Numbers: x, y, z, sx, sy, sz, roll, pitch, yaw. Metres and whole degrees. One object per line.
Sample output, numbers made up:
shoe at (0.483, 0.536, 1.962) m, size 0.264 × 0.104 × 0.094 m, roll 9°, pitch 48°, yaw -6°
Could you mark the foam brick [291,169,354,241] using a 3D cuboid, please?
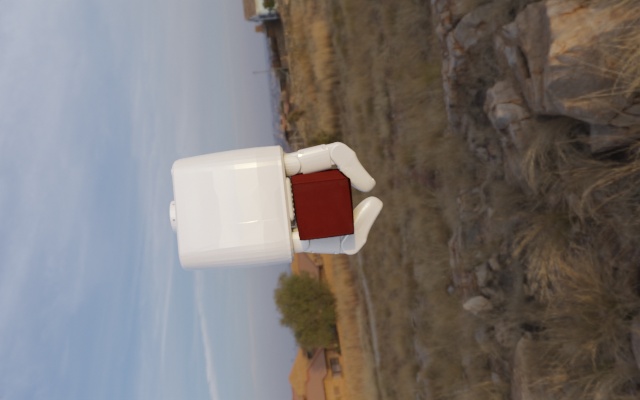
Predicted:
foam brick at (0.000, 0.001, 0.453) m, size 0.051 × 0.053 × 0.078 m, roll -6°, pitch 10°, yaw -4°
